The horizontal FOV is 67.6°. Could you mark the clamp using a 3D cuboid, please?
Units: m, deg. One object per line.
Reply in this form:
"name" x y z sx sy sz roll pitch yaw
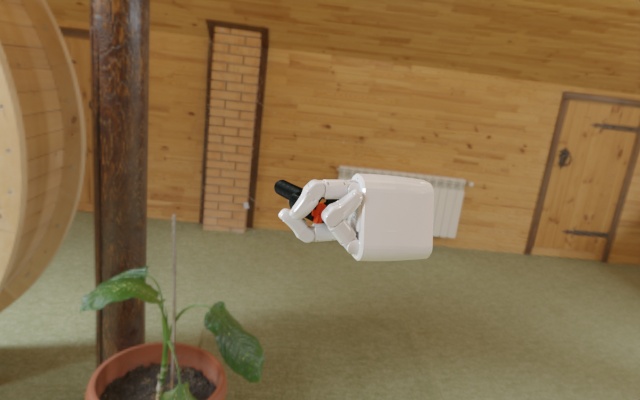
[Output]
"clamp" 0.000 0.002 0.722 0.120 0.039 0.171 2 15 -15
